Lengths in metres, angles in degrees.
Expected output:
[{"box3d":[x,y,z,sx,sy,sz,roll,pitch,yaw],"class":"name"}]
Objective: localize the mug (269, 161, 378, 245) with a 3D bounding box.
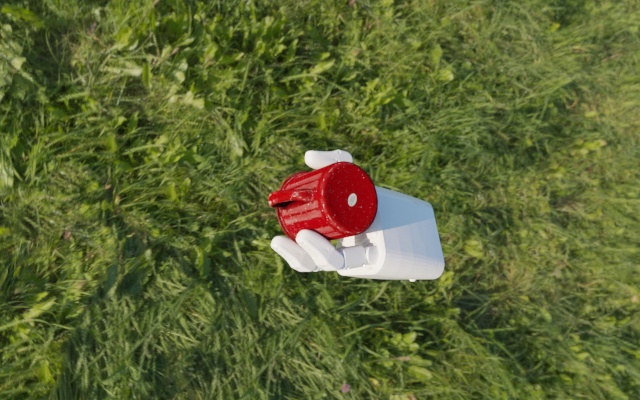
[{"box3d":[-0.001,0.001,0.528,0.117,0.093,0.081,10,-16,-33],"class":"mug"}]
